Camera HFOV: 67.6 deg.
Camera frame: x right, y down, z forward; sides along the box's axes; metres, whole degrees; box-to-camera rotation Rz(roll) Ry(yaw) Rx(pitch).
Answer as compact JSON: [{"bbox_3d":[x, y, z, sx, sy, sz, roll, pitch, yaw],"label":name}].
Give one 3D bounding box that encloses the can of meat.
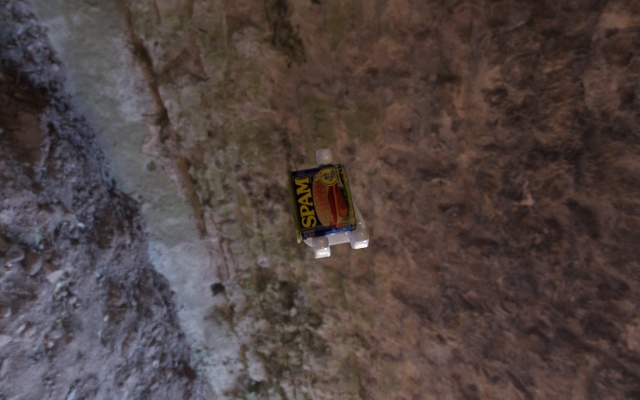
[{"bbox_3d":[0.000,0.002,0.674,0.084,0.102,0.057,-10,-8,-4],"label":"can of meat"}]
